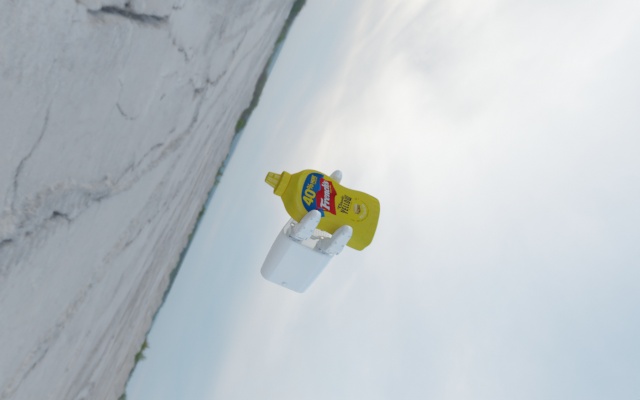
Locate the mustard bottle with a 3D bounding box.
[{"bbox_3d":[0.001,0.002,0.765,0.191,0.096,0.058,25,-33,-13],"label":"mustard bottle"}]
